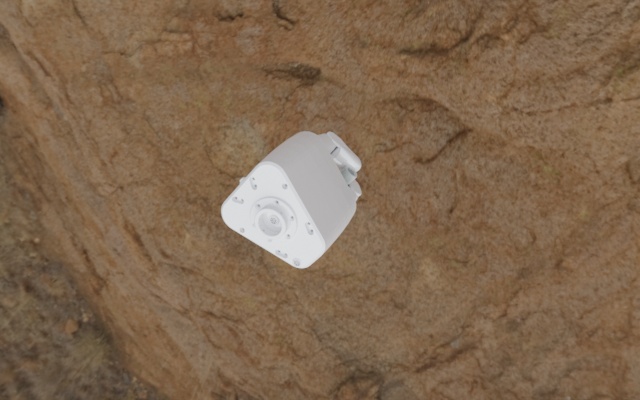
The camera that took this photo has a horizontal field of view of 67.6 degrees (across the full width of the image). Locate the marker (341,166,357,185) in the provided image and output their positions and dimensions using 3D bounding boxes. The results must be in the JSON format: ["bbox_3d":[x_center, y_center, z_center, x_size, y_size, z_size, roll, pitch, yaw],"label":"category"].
[{"bbox_3d":[0.000,0.002,0.603,0.121,0.020,0.020,-45,-26,29],"label":"marker"}]
